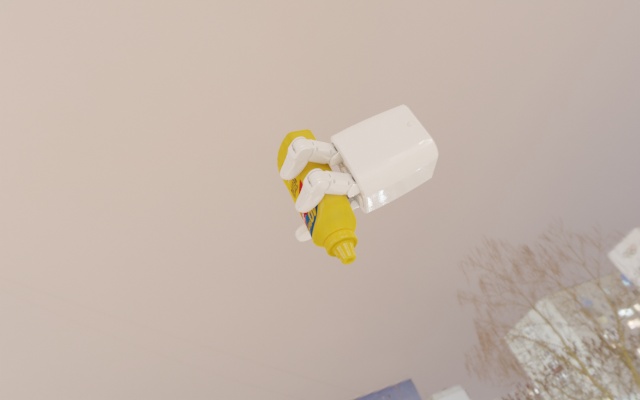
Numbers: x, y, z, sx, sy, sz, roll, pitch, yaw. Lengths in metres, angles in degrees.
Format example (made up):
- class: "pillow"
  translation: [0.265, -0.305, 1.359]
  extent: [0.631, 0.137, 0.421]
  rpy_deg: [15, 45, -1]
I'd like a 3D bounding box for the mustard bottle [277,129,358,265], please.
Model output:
- class: "mustard bottle"
  translation: [0.000, 0.002, 0.622]
  extent: [0.058, 0.191, 0.096]
  rpy_deg: [-12, -38, -21]
